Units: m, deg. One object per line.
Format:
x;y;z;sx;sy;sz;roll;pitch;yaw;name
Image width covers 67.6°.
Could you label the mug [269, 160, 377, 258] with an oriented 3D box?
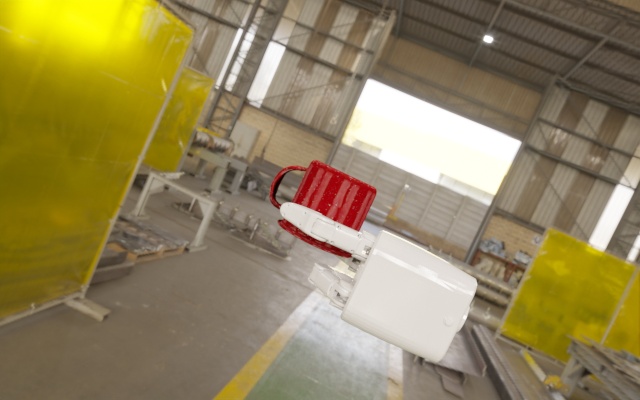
-0.001;0.001;0.533;0.117;0.081;0.093;26;4;8;mug
